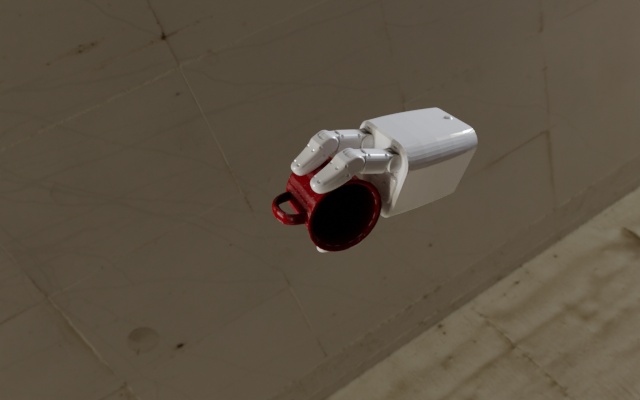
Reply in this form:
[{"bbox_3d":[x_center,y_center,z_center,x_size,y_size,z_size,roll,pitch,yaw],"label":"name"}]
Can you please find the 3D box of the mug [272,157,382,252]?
[{"bbox_3d":[-0.001,0.002,0.553,0.117,0.093,0.081,-14,35,-22],"label":"mug"}]
